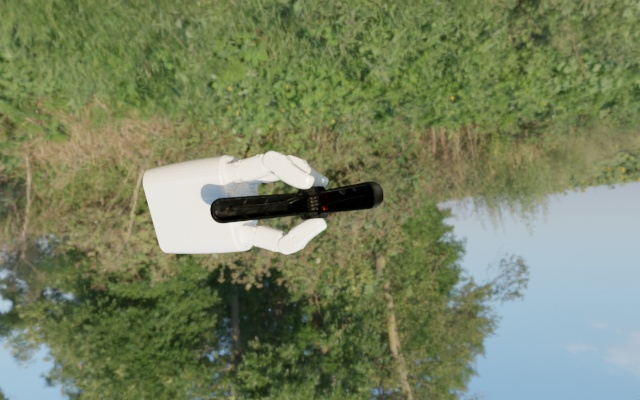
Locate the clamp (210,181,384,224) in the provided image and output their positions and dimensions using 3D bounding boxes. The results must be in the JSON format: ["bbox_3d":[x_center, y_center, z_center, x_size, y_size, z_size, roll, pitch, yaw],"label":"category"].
[{"bbox_3d":[0.000,0.003,0.525,0.164,0.036,0.210,-5,-1,17],"label":"clamp"}]
